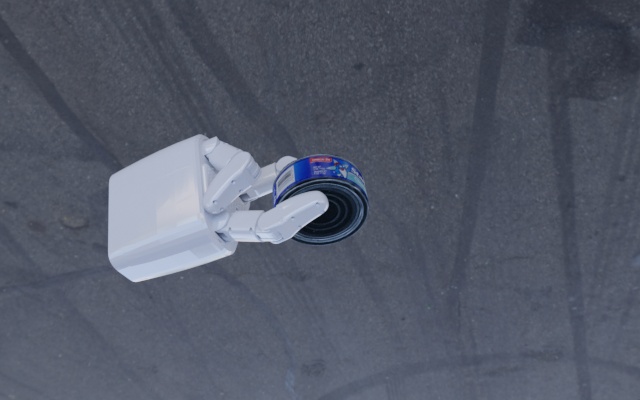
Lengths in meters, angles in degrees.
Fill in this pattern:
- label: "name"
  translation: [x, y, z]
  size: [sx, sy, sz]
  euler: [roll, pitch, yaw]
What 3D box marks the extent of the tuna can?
- label: "tuna can"
  translation: [0.000, 0.002, 0.429]
  size: [0.086, 0.086, 0.033]
  euler: [0, 43, -7]
